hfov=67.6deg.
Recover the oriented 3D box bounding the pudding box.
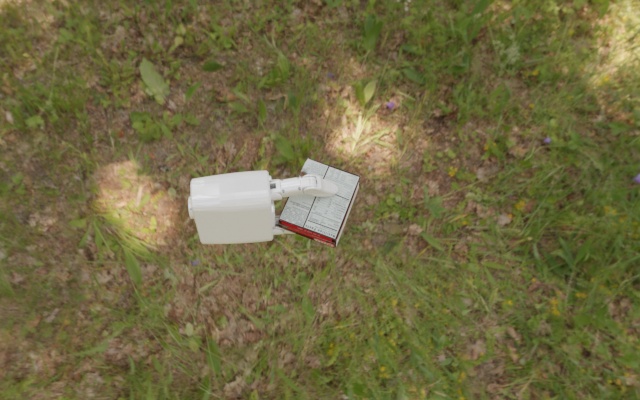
[{"bbox_3d":[0.000,0.002,0.700,0.090,0.113,0.039,20,-22,6],"label":"pudding box"}]
